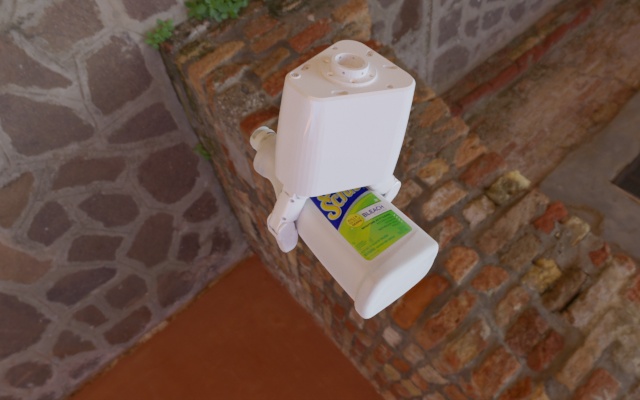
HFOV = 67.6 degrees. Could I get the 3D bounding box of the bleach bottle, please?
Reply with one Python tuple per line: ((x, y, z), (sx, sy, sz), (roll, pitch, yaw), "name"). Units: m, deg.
((0.000, 0.002, 0.512), (0.102, 0.068, 0.250), (-28, 56, -30), "bleach bottle")
